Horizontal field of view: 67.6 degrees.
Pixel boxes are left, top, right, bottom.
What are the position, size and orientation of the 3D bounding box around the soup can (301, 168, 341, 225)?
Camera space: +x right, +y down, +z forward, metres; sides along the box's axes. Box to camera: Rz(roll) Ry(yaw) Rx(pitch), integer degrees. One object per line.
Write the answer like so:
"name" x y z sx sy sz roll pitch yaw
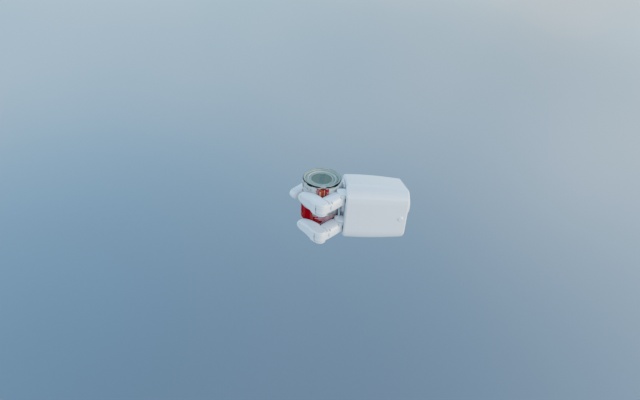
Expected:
"soup can" 0.000 0.002 0.832 0.068 0.102 0.068 3 33 -2
